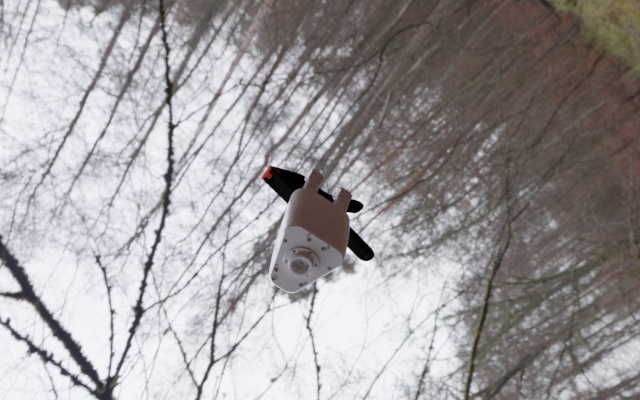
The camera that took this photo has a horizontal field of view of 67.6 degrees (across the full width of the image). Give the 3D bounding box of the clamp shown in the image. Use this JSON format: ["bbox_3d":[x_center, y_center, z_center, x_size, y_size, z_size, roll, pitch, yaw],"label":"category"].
[{"bbox_3d":[-0.001,0.003,0.792,0.210,0.036,0.164,34,22,-11],"label":"clamp"}]
